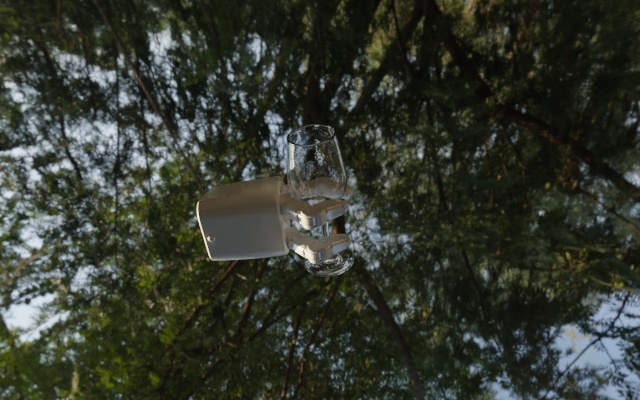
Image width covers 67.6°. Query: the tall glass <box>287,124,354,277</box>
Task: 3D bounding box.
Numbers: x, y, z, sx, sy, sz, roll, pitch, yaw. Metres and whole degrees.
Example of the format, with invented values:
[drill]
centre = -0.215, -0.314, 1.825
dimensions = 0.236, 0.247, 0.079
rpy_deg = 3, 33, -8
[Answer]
[tall glass]
centre = 0.000, 0.003, 0.641
dimensions = 0.079, 0.201, 0.079
rpy_deg = -5, 32, 3
